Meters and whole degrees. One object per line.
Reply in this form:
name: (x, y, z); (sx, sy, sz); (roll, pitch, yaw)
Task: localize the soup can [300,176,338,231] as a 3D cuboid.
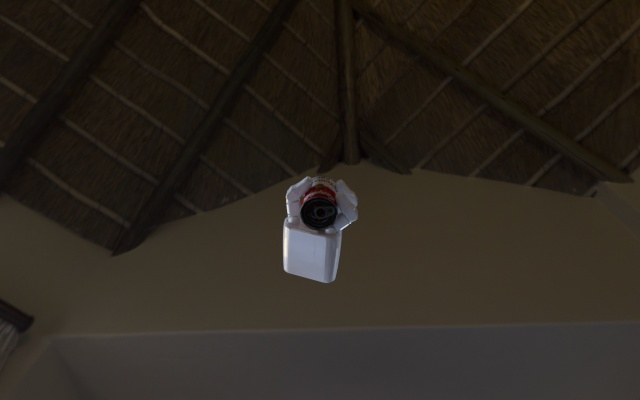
soup can: (0.000, 0.002, 0.893); (0.068, 0.068, 0.102); (0, 26, 3)
